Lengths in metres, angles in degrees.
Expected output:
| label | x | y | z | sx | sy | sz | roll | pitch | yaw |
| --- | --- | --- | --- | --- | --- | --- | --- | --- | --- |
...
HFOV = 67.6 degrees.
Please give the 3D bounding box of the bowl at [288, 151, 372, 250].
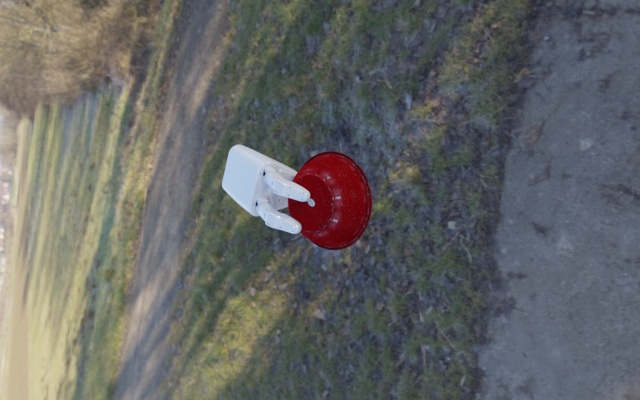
| label | x | y | z | sx | sy | sz | roll | pitch | yaw |
| --- | --- | --- | --- | --- | --- | --- | --- | --- | --- |
| bowl | 0.001 | 0.003 | 0.755 | 0.162 | 0.162 | 0.055 | 0 | 4 | 38 |
